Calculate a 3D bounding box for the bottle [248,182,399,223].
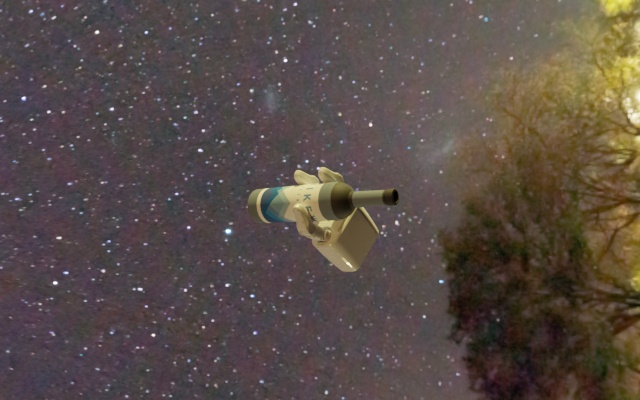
[{"bbox_3d":[0.000,0.003,0.846,0.296,0.069,0.069,-4,-2,35],"label":"bottle"}]
